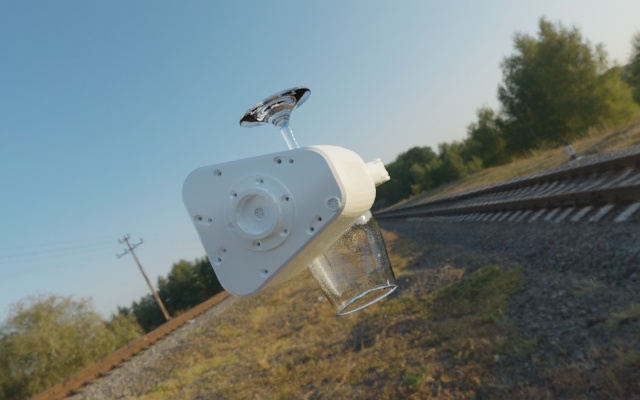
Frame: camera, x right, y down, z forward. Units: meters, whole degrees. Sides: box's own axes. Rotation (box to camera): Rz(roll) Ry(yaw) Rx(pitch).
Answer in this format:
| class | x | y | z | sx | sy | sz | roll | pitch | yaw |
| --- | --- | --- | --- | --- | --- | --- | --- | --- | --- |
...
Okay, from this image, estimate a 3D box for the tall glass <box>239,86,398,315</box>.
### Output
| class | x | y | z | sx | sy | sz | roll | pitch | yaw |
| --- | --- | --- | --- | --- | --- | --- | --- | --- | --- |
| tall glass | 0.000 | 0.001 | 0.443 | 0.079 | 0.201 | 0.079 | -26 | -3 | -2 |
